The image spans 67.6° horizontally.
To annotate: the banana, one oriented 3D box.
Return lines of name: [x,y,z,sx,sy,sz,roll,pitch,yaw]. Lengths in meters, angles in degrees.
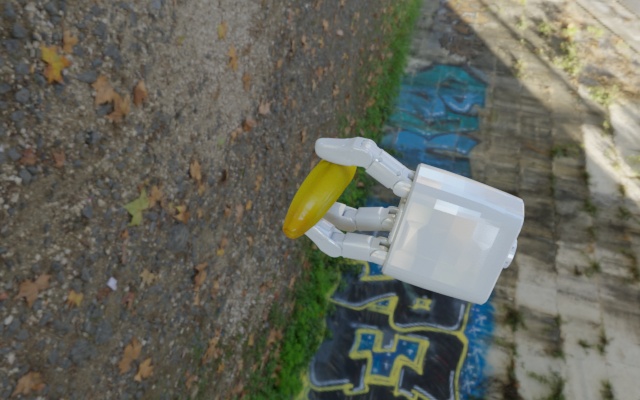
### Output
banana: [0.008,-0.015,0.497,0.037,0.070,0.197,26,16,5]
